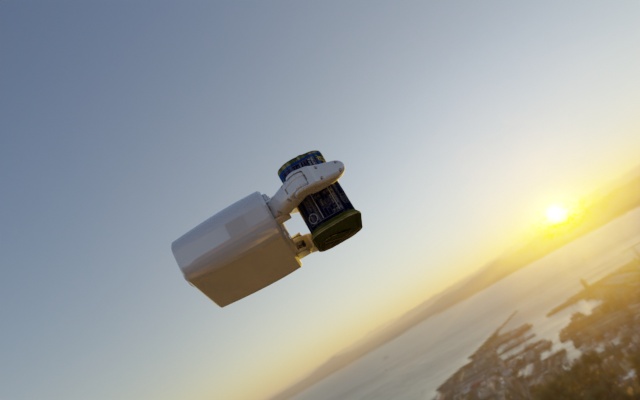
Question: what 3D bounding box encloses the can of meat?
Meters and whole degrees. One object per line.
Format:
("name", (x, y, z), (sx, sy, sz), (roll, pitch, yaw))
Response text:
("can of meat", (0.000, 0.001, 0.522), (0.057, 0.084, 0.102), (-30, -16, -2))
